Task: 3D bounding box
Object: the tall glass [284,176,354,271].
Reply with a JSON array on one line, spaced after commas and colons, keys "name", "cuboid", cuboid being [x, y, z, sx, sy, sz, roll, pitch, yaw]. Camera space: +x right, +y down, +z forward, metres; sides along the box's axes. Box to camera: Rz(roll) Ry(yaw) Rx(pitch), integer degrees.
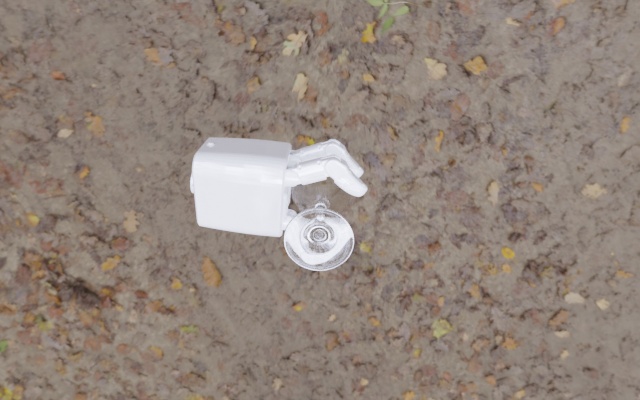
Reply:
[{"name": "tall glass", "cuboid": [0.000, 0.002, 0.587, 0.079, 0.079, 0.201, 0, 24, 2]}]
